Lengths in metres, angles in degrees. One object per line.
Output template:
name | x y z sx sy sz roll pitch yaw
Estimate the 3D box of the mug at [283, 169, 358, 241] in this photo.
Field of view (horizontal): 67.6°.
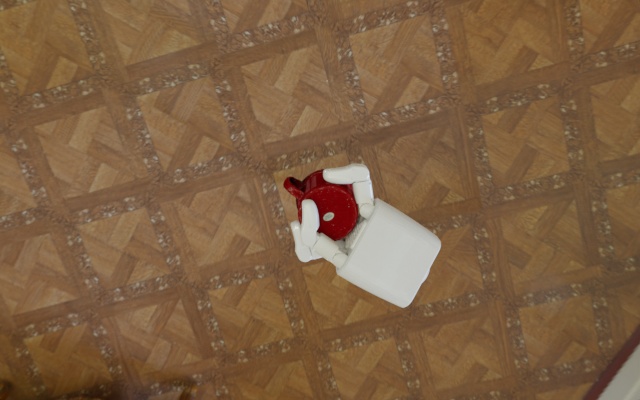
mug | -0.001 0.001 0.669 0.117 0.093 0.081 33 12 -9
